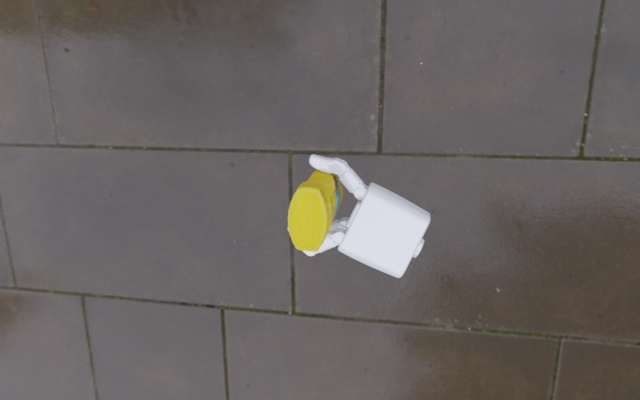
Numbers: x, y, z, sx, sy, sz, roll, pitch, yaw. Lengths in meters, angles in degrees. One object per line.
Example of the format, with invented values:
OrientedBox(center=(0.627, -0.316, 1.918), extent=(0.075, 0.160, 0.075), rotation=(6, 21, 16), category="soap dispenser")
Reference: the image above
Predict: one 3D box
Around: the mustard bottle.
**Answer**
OrientedBox(center=(0.000, 0.002, 0.745), extent=(0.058, 0.096, 0.191), rotation=(3, 16, 11), category="mustard bottle")
